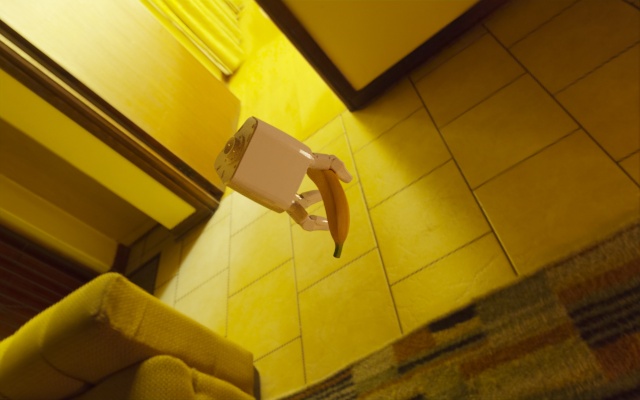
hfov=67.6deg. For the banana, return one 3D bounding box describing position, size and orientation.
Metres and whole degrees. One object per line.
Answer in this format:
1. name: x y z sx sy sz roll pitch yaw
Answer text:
1. banana: 0.010 -0.007 0.763 0.037 0.197 0.070 14 -48 -31
